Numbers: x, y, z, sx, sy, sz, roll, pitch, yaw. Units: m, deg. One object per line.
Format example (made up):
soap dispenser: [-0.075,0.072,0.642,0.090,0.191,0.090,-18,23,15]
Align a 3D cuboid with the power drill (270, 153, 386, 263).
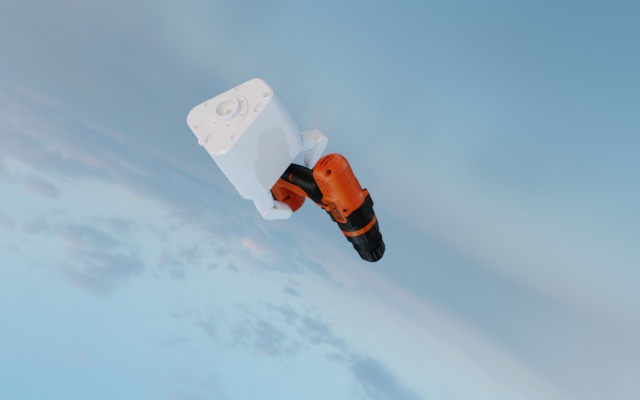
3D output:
power drill: [0.000,0.002,0.688,0.187,0.184,0.057,15,52,45]
